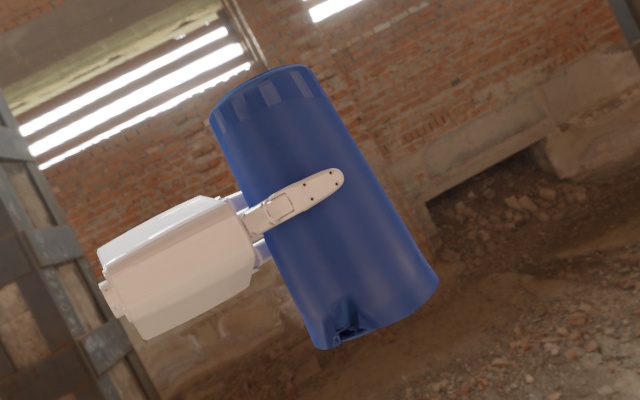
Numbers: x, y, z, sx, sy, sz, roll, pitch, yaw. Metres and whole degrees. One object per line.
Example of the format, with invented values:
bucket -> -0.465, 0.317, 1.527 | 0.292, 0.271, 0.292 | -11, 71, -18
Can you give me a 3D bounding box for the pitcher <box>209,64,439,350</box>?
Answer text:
pitcher -> 0.000, 0.002, 0.460 | 0.145, 0.243, 0.149 | -29, 2, -24
